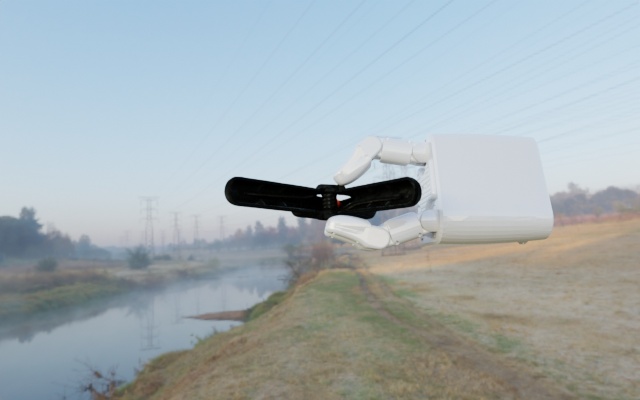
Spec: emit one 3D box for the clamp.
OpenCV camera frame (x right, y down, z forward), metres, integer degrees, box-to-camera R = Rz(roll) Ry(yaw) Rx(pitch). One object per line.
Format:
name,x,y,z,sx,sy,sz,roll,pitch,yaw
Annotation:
clamp,0.000,0.001,0.482,0.164,0.036,0.210,2,-6,0
